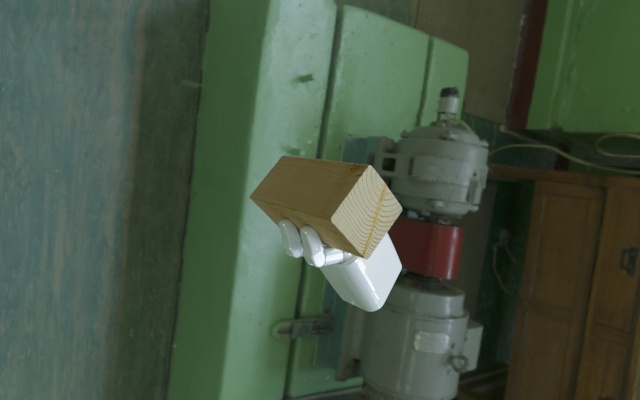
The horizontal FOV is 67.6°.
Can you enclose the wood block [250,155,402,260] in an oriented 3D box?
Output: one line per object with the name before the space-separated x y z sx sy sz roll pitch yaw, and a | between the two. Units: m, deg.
wood block | 0.001 0.002 0.682 0.206 0.090 0.090 13 -30 53
